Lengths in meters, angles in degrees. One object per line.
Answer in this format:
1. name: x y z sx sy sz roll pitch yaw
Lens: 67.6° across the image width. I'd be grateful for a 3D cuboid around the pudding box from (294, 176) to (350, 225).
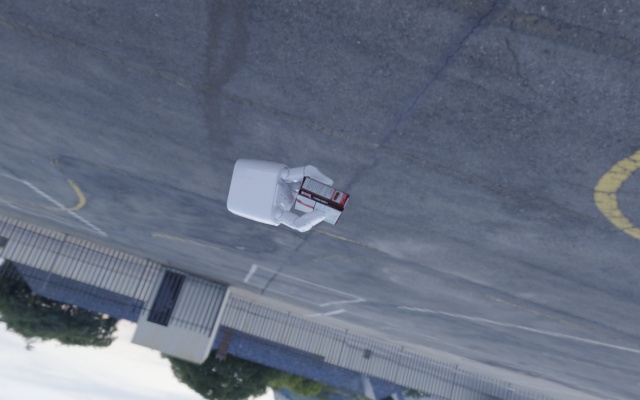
1. pudding box: 0.000 0.003 0.885 0.090 0.039 0.113 22 -15 0
